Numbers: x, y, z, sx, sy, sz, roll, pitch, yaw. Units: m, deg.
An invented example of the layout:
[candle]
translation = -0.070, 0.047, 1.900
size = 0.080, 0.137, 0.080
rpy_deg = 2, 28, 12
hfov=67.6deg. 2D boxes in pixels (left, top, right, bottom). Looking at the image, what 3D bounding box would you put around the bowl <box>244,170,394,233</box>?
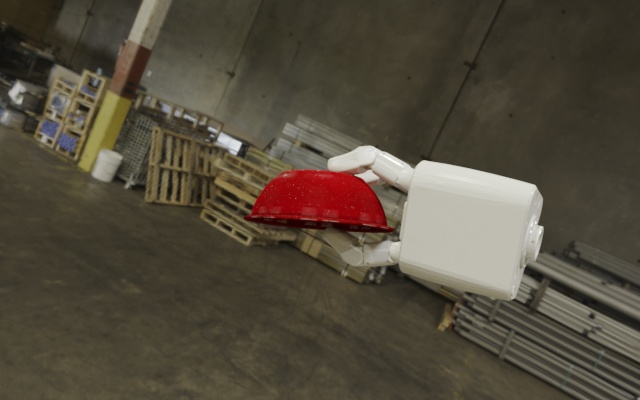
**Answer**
[bowl]
translation = -0.001, 0.001, 0.519
size = 0.162, 0.055, 0.162
rpy_deg = 4, -6, 0
